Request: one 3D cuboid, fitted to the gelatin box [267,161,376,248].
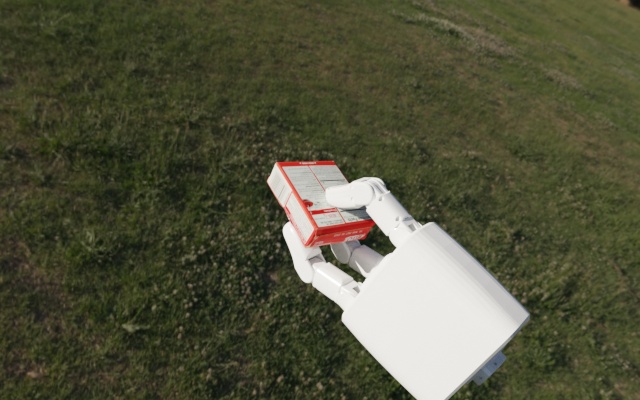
[{"bbox_3d":[0.000,0.001,0.464,0.073,0.089,0.030,-6,-39,-38],"label":"gelatin box"}]
